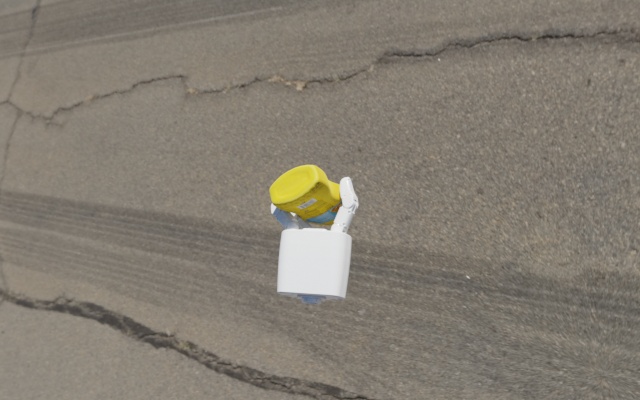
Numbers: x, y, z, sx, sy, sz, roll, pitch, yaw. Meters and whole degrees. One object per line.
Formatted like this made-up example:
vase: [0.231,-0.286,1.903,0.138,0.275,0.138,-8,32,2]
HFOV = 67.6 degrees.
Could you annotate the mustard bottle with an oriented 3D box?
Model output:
mustard bottle: [0.000,0.002,0.849,0.096,0.058,0.192,-29,-30,19]
